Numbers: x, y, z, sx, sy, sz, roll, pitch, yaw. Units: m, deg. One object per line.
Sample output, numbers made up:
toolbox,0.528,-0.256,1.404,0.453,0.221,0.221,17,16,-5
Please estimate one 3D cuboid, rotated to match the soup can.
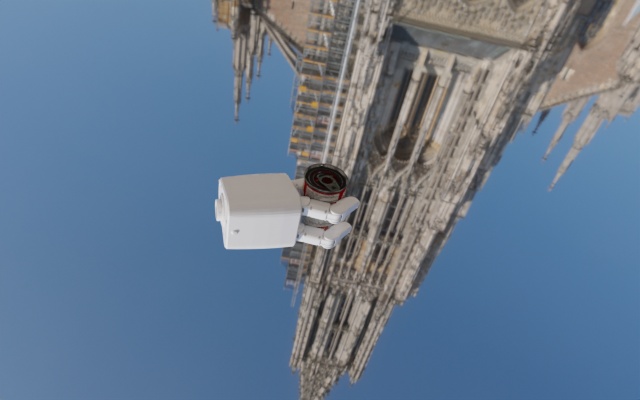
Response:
soup can,0.001,0.003,0.749,0.068,0.102,0.068,8,41,-6
